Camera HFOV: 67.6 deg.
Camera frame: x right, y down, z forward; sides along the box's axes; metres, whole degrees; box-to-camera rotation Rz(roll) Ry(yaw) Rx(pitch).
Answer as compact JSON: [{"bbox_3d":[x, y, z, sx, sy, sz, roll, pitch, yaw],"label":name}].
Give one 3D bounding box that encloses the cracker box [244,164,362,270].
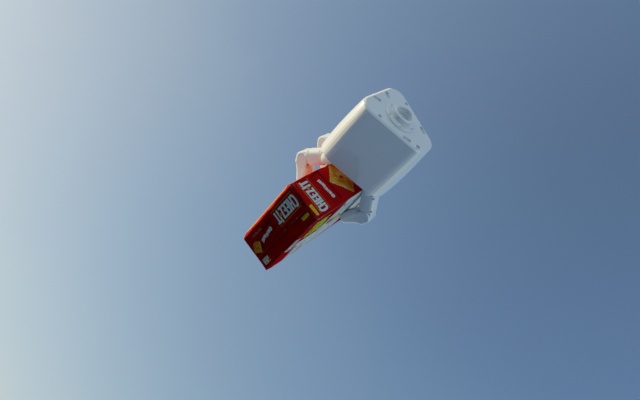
[{"bbox_3d":[0.000,0.003,0.756,0.213,0.072,0.164,-31,-11,-45],"label":"cracker box"}]
